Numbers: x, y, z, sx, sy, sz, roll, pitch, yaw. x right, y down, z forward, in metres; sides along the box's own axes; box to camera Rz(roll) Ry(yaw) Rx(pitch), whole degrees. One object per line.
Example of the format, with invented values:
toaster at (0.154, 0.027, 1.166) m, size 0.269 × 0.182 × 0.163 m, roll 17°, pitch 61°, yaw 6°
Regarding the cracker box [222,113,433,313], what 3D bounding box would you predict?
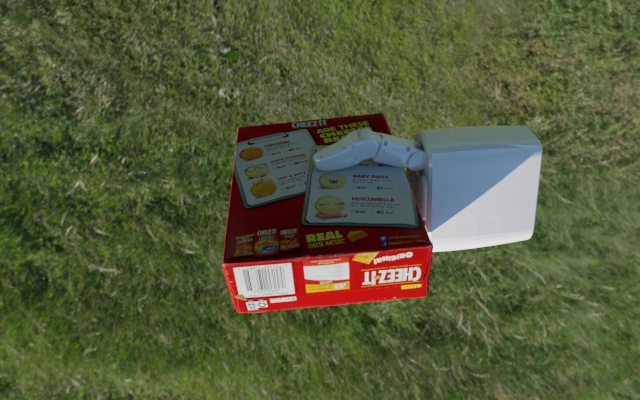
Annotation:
cracker box at (0.000, 0.001, 0.461) m, size 0.164 × 0.072 × 0.213 m, roll -6°, pitch 38°, yaw -1°
